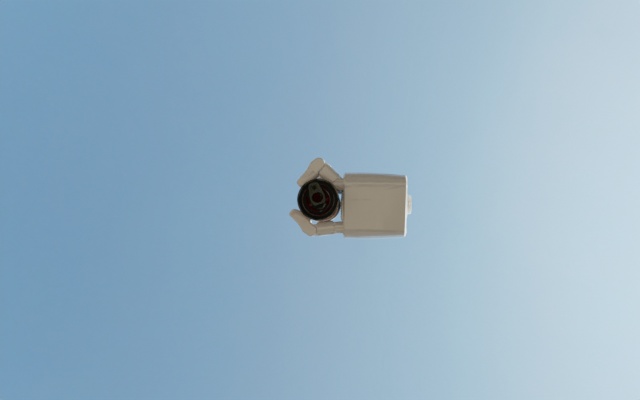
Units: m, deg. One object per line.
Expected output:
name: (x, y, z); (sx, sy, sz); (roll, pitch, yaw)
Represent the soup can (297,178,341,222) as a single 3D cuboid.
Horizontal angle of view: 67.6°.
soup can: (0.000, 0.003, 0.813); (0.068, 0.068, 0.102); (0, -5, 5)
